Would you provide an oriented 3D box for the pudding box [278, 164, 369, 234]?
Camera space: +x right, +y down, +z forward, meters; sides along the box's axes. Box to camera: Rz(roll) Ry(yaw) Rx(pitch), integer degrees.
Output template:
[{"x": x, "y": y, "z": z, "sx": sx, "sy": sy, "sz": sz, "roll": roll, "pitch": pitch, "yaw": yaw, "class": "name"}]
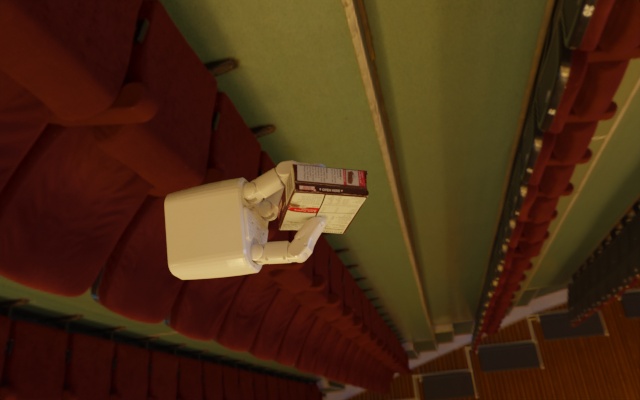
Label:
[{"x": 0.000, "y": 0.002, "z": 0.583, "sx": 0.090, "sy": 0.039, "sz": 0.113, "roll": 4, "pitch": -26, "yaw": -13, "class": "pudding box"}]
